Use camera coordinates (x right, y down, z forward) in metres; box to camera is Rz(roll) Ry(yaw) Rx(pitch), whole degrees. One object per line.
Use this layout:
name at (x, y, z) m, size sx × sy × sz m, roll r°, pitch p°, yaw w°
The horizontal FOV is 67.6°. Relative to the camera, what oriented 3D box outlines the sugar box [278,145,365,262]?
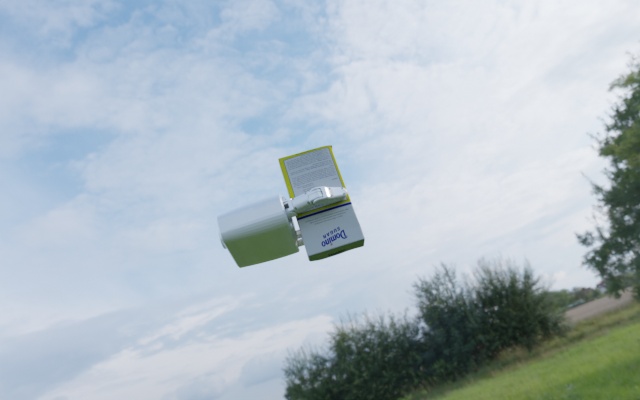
sugar box at (0.000, 0.003, 0.769) m, size 0.093 × 0.176 × 0.048 m, roll -16°, pitch -20°, yaw -4°
